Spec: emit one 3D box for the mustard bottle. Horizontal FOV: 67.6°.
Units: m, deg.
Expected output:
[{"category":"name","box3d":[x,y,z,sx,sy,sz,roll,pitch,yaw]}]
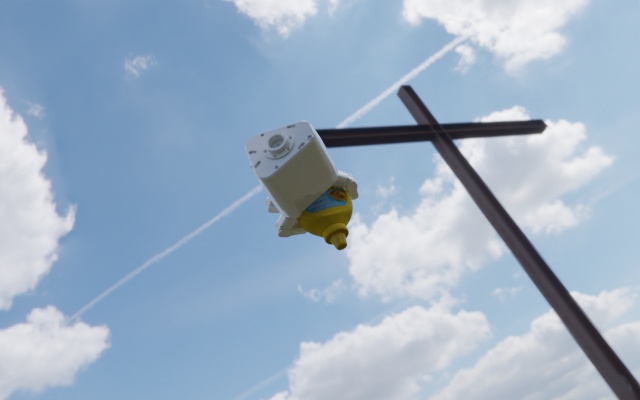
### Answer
[{"category":"mustard bottle","box3d":[0.000,0.003,0.793,0.096,0.191,0.058,-13,-39,-17]}]
